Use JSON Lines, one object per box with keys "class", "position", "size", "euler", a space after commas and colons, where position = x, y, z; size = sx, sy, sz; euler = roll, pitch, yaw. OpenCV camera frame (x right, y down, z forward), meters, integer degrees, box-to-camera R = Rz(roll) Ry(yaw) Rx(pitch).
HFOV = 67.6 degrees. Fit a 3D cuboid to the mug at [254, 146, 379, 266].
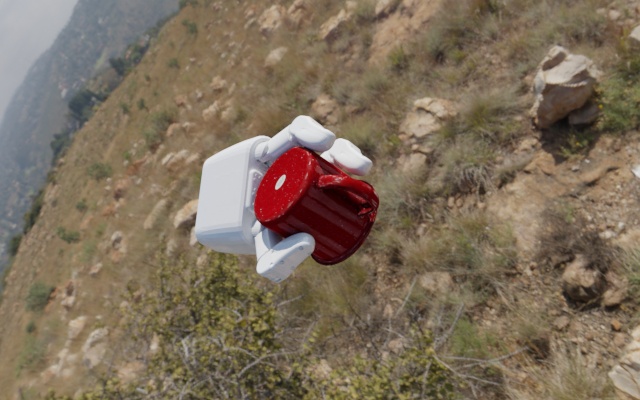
{"class": "mug", "position": [0.001, 0.001, 0.437], "size": [0.081, 0.093, 0.117], "euler": [33, -26, -32]}
